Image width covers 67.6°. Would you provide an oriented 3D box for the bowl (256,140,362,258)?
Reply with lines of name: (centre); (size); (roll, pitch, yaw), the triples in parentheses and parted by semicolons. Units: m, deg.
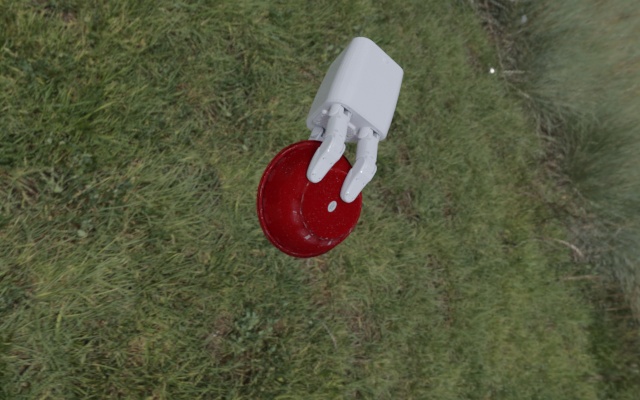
bowl: (0.000, 0.003, 0.626); (0.162, 0.162, 0.055); (0, 7, -33)
